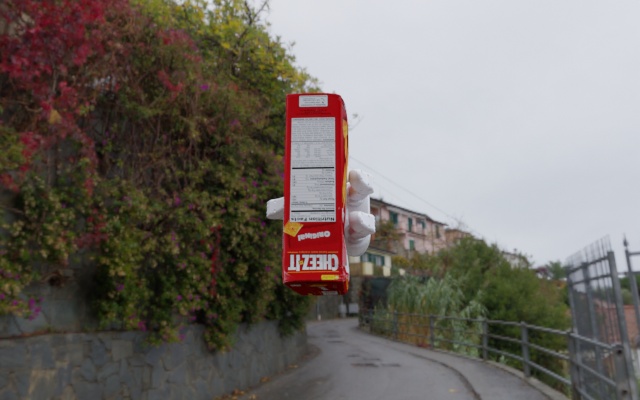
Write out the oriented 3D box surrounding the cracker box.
[{"bbox_3d":[0.000,0.002,0.581,0.072,0.213,0.164,-2,-15,4],"label":"cracker box"}]
